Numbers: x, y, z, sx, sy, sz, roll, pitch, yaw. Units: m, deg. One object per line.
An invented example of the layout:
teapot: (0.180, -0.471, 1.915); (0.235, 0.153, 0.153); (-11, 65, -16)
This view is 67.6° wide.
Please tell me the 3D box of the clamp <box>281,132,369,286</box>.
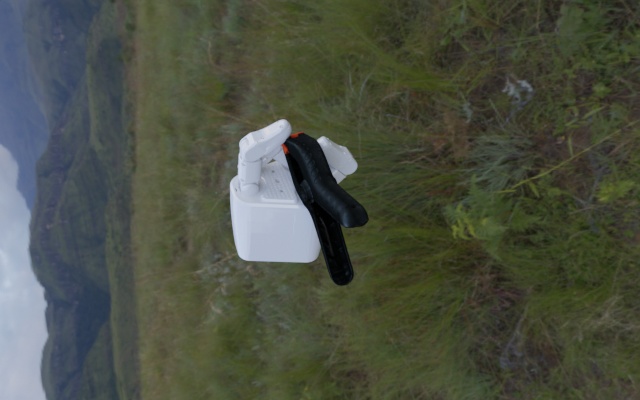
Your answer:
clamp: (-0.001, 0.002, 0.492); (0.039, 0.120, 0.171); (-10, 45, -19)
